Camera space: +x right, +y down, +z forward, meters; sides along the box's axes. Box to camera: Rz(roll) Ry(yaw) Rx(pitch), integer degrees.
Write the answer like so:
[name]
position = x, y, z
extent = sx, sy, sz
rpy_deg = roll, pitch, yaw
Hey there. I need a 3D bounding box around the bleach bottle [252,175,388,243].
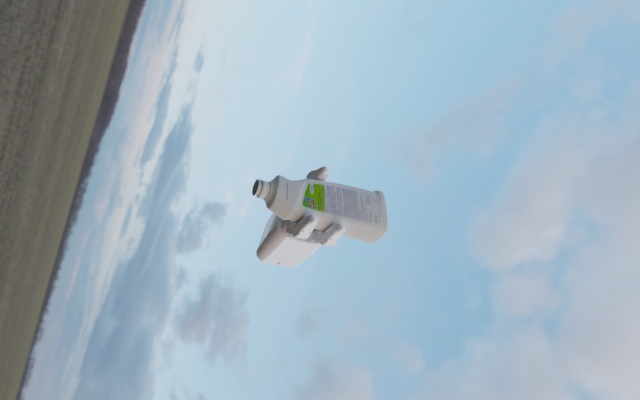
[bleach bottle]
position = 0.000, 0.003, 0.850
extent = 0.251, 0.102, 0.068
rpy_deg = 16, -39, -26
